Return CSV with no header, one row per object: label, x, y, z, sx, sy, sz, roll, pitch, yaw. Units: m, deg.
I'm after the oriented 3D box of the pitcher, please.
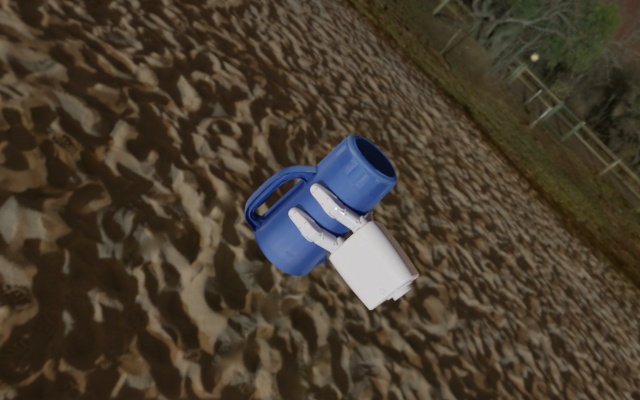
pitcher,0.000,0.003,0.797,0.243,0.145,0.149,-45,-18,26
